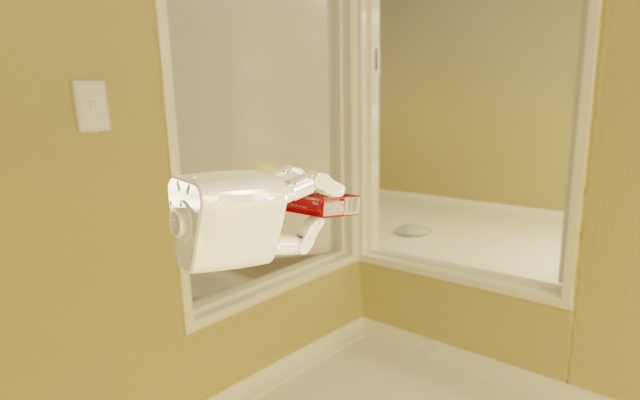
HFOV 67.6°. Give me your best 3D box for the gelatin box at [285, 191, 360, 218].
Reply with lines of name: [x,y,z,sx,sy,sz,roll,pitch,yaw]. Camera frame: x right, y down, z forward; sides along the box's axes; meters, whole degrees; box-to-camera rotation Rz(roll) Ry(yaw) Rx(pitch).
gelatin box: [0.000,0.003,0.653,0.073,0.030,0.089,10,8,37]
